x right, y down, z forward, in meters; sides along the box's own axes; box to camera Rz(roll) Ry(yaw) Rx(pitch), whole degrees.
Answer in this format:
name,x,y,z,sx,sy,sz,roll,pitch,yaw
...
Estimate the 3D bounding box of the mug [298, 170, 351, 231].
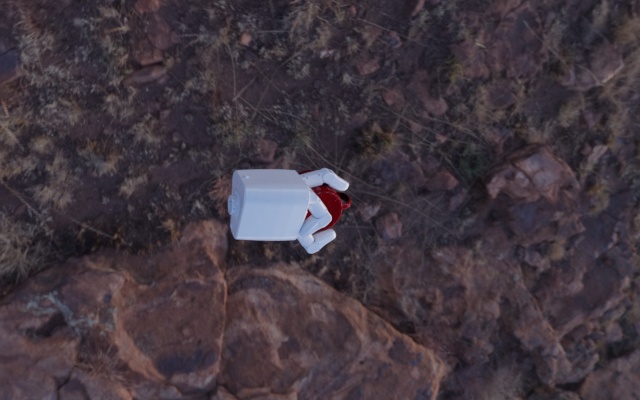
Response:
name,x,y,z,sx,sy,sz,roll,pitch,yaw
mug,0.002,0.003,0.863,0.117,0.093,0.081,-1,26,-22
